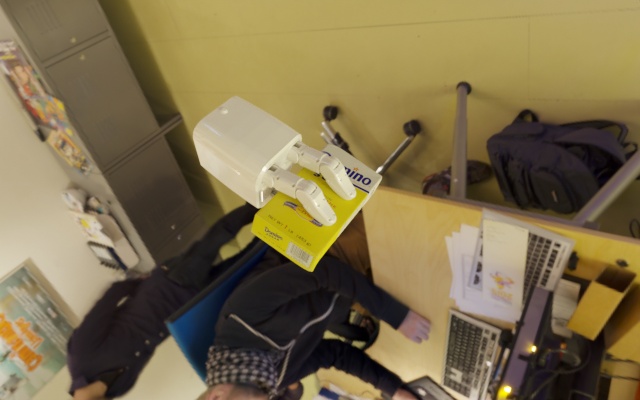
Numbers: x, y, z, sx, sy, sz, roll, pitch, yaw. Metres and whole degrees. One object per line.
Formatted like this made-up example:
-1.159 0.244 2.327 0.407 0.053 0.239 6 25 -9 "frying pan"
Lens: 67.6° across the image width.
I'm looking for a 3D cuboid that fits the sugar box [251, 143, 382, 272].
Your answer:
0.000 0.002 0.624 0.093 0.176 0.048 34 -38 8 "sugar box"
